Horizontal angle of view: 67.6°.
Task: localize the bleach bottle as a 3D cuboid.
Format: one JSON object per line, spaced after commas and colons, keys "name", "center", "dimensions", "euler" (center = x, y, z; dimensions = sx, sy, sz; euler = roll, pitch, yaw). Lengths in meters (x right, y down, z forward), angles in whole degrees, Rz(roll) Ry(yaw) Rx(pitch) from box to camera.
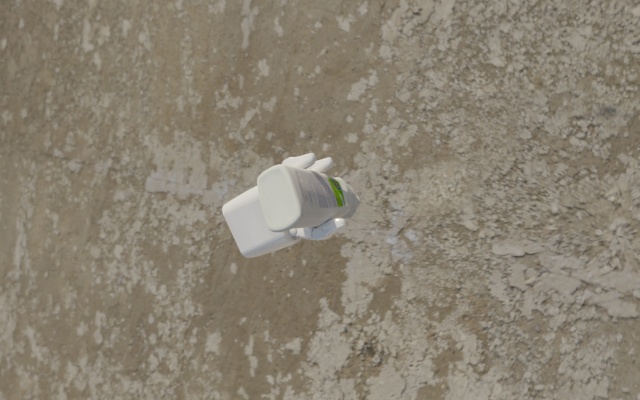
{"name": "bleach bottle", "center": [0.000, 0.003, 0.809], "dimensions": [0.068, 0.102, 0.251], "euler": [-25, -16, 28]}
